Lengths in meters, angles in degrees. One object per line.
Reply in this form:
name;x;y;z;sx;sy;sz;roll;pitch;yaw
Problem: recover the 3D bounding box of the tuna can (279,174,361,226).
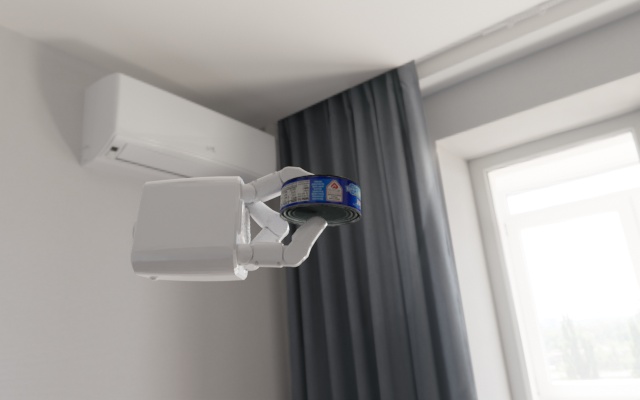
tuna can;0.000;0.001;0.505;0.086;0.033;0.086;1;-17;0
